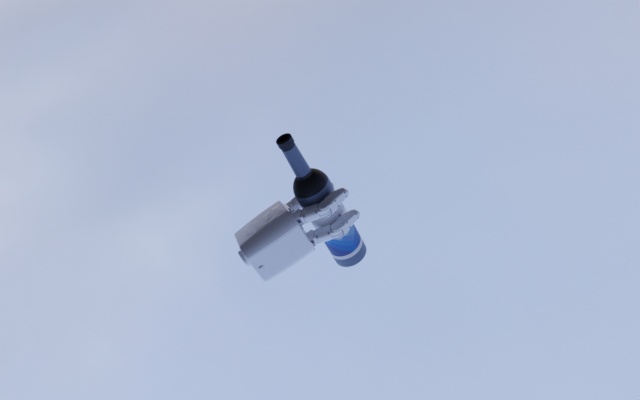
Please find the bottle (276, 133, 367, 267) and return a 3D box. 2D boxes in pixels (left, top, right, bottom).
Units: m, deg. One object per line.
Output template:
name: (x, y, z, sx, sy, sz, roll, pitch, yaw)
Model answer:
bottle: (0.000, 0.003, 0.846, 0.069, 0.069, 0.296, 0, -43, 34)
